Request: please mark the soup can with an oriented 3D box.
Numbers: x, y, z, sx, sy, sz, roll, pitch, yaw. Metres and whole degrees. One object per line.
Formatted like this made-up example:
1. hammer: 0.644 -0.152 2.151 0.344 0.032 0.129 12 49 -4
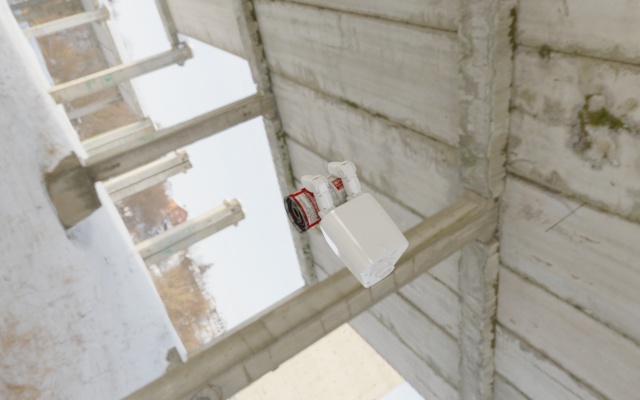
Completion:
1. soup can: 0.000 0.002 0.783 0.102 0.068 0.068 -27 11 -22
